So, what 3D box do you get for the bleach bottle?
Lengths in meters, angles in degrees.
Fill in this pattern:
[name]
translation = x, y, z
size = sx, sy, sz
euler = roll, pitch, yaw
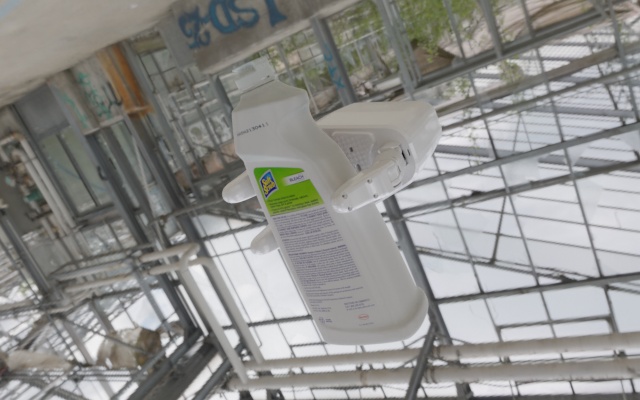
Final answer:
[bleach bottle]
translation = 0.000, 0.001, 0.401
size = 0.102, 0.251, 0.068
euler = -15, 17, 31
